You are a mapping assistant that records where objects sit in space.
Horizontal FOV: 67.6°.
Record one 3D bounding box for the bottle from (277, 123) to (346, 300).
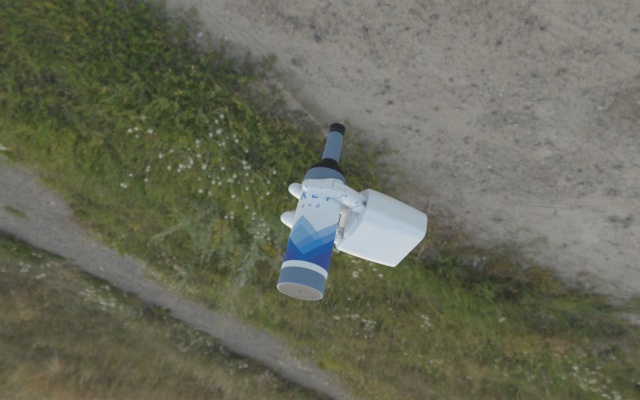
[{"bbox_3d":[0.000,0.003,0.739,0.069,0.295,0.069,10,-29,6],"label":"bottle"}]
